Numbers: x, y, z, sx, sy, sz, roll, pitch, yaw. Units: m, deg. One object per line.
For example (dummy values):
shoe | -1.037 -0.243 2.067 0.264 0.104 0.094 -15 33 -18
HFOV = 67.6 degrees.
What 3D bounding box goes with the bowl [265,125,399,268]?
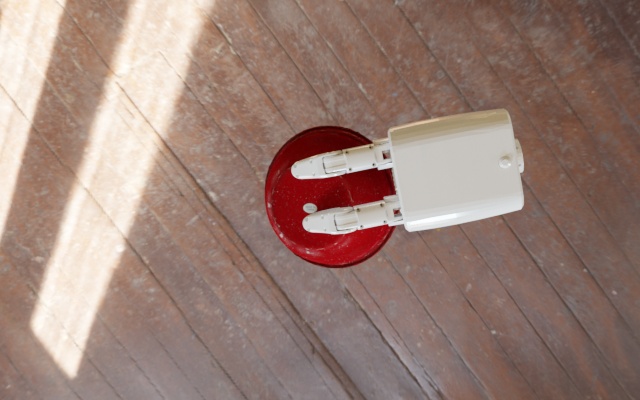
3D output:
bowl | -0.001 0.002 0.511 0.162 0.162 0.055 0 9 22
